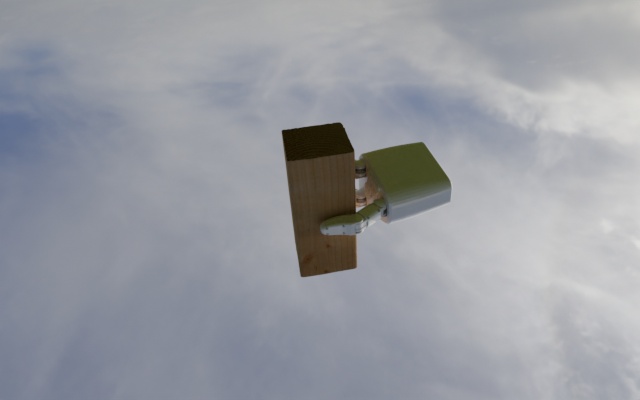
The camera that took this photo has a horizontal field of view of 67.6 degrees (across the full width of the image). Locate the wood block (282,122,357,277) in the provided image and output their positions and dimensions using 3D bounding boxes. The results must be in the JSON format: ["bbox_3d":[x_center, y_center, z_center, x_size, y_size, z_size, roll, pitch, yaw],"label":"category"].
[{"bbox_3d":[0.001,0.003,0.700,0.090,0.206,0.090,-8,36,-5],"label":"wood block"}]
